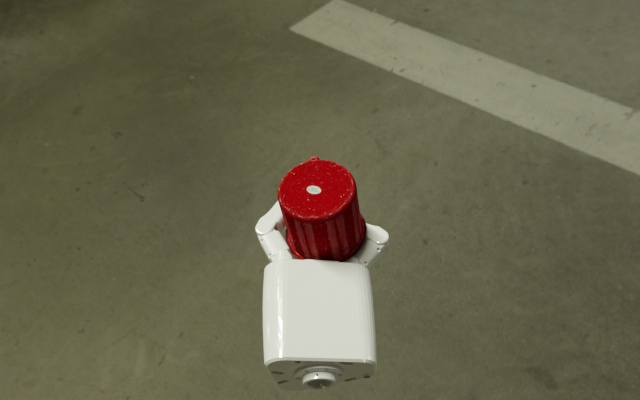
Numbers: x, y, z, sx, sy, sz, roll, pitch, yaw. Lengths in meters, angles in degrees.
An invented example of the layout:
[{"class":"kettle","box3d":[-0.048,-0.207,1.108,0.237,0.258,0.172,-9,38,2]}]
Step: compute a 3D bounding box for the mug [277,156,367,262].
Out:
[{"class":"mug","box3d":[0.000,0.000,0.520,0.093,0.117,0.082,-7,-39,4]}]
